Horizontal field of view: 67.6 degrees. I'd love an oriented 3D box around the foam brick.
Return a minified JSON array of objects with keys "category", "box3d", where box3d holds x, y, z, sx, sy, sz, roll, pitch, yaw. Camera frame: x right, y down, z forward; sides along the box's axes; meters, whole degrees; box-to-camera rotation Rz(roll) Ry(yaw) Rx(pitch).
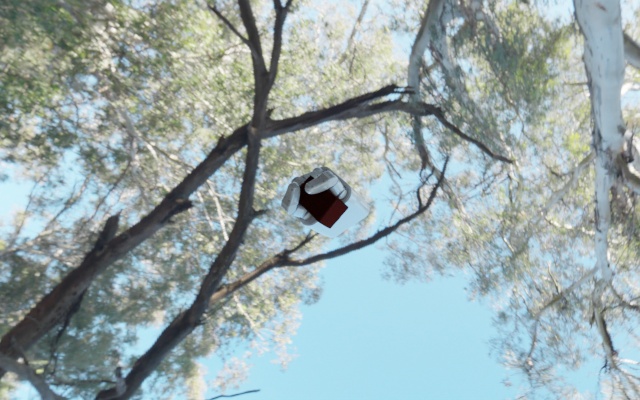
[{"category":"foam brick","box3d":[0.000,0.003,0.841,0.078,0.053,0.051,43,4,33]}]
